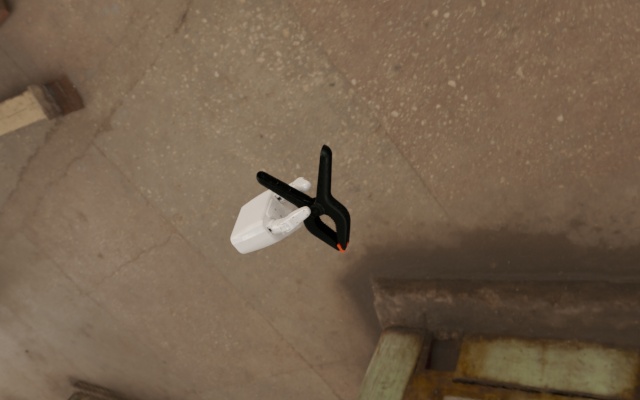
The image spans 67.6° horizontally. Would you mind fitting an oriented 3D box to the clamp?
[{"bbox_3d":[0.000,0.004,0.856,0.164,0.210,0.036,-26,20,38],"label":"clamp"}]
